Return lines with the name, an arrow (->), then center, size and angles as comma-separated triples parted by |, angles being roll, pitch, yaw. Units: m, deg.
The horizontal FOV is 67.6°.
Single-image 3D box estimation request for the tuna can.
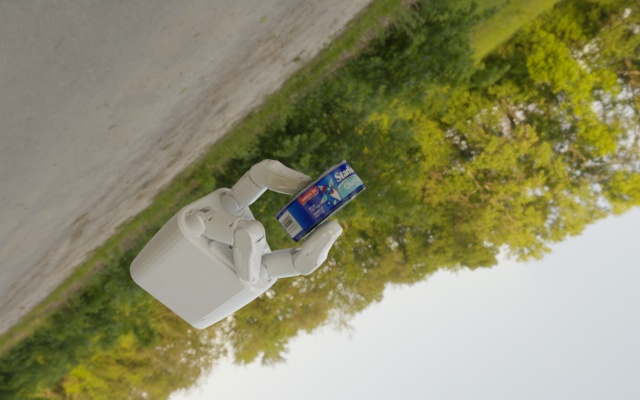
tuna can -> 0.000, 0.002, 0.447 | 0.086, 0.034, 0.086 | -39, -3, -3
